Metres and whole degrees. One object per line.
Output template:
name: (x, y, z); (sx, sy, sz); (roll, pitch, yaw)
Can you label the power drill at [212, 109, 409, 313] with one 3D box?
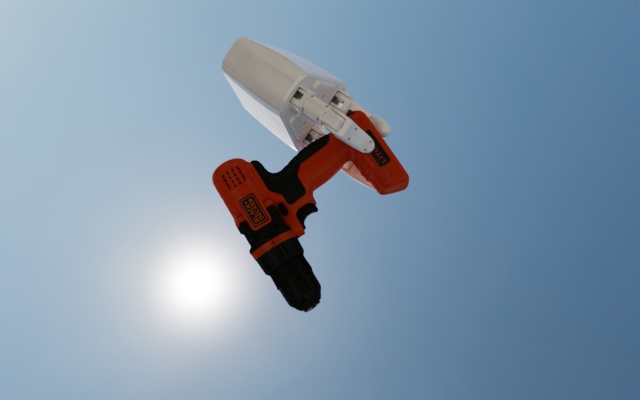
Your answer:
power drill: (0.000, 0.001, 0.523); (0.187, 0.184, 0.057); (-31, -7, -10)
